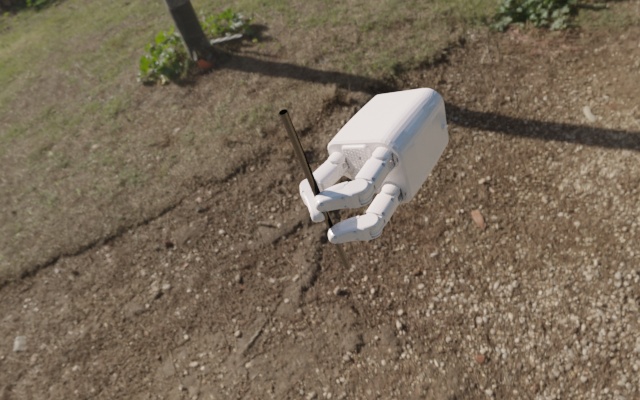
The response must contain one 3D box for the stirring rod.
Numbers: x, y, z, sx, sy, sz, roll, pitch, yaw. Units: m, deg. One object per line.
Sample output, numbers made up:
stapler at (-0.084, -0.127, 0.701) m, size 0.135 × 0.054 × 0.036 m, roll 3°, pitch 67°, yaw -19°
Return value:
stirring rod at (0.000, 0.002, 0.511) m, size 0.011 × 0.011 × 0.240 m, roll 0°, pitch -42°, yaw 22°
